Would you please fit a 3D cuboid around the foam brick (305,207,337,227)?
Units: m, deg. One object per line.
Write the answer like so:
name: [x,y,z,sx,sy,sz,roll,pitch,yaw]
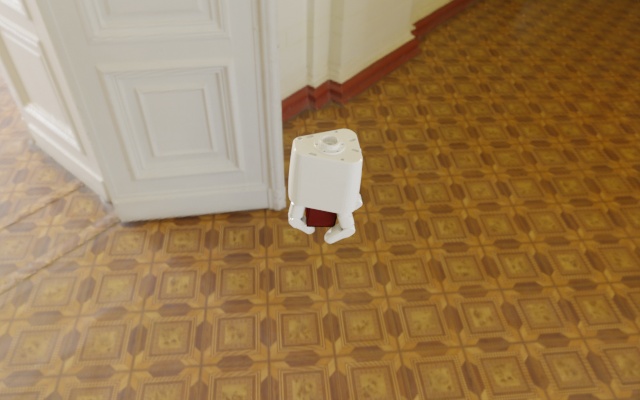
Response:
foam brick: [0.000,0.003,0.846,0.053,0.051,0.078,1,44,-9]
